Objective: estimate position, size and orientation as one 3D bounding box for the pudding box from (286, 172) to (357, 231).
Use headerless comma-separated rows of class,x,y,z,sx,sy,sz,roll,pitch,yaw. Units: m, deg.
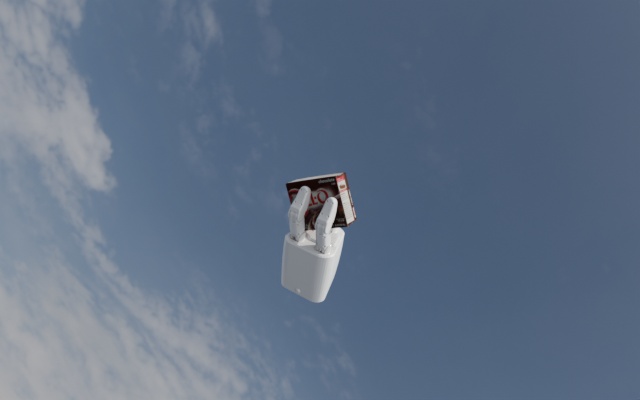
pudding box,0.000,0.003,0.830,0.113,0.090,0.039,-8,12,35
